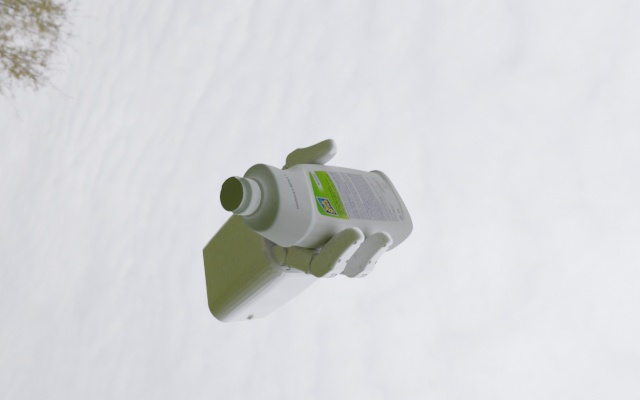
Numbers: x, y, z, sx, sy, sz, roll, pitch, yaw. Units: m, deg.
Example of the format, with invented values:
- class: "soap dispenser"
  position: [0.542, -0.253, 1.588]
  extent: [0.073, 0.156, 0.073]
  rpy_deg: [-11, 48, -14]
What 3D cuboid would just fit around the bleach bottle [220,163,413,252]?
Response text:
- class: "bleach bottle"
  position: [0.000, 0.002, 0.484]
  extent: [0.068, 0.102, 0.251]
  rpy_deg: [-41, -28, 26]
